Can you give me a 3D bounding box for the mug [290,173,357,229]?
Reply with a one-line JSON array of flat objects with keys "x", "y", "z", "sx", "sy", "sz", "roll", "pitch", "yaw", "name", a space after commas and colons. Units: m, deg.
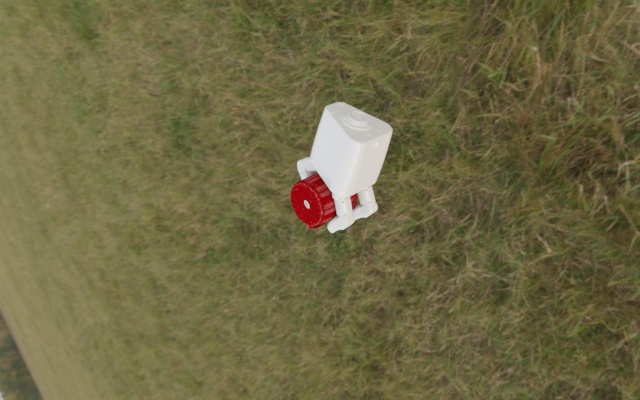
[{"x": 0.000, "y": 0.004, "z": 0.831, "sx": 0.081, "sy": 0.117, "sz": 0.093, "roll": -26, "pitch": 55, "yaw": -39, "name": "mug"}]
